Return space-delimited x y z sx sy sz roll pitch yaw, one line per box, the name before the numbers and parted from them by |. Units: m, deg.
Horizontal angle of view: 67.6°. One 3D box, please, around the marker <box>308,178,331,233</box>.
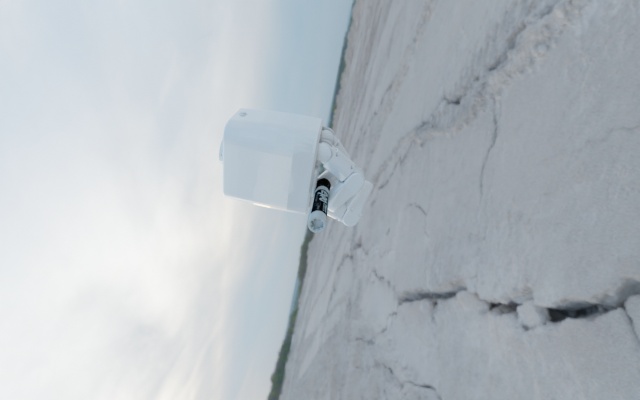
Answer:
marker | 0.000 0.002 0.532 0.020 0.020 0.121 0 22 4
